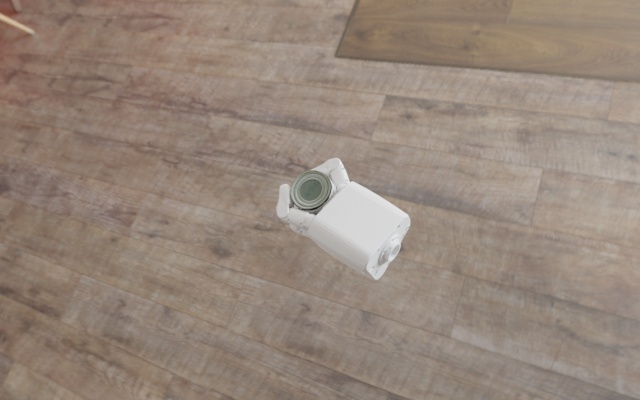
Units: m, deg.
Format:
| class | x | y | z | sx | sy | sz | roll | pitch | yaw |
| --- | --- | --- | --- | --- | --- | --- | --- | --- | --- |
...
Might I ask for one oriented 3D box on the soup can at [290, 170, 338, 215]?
| class | x | y | z | sx | sy | sz | roll | pitch | yaw |
| --- | --- | --- | --- | --- | --- | --- | --- | --- | --- |
| soup can | 0.000 | 0.002 | 0.763 | 0.068 | 0.068 | 0.102 | 0 | -22 | 20 |
